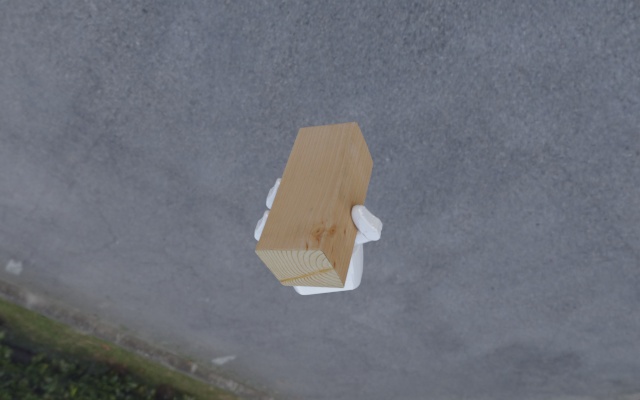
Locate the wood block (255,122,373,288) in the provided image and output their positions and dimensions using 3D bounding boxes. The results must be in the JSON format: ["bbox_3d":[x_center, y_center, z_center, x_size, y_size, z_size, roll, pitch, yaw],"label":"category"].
[{"bbox_3d":[0.000,0.002,0.634,0.091,0.206,0.090,-2,-38,24],"label":"wood block"}]
